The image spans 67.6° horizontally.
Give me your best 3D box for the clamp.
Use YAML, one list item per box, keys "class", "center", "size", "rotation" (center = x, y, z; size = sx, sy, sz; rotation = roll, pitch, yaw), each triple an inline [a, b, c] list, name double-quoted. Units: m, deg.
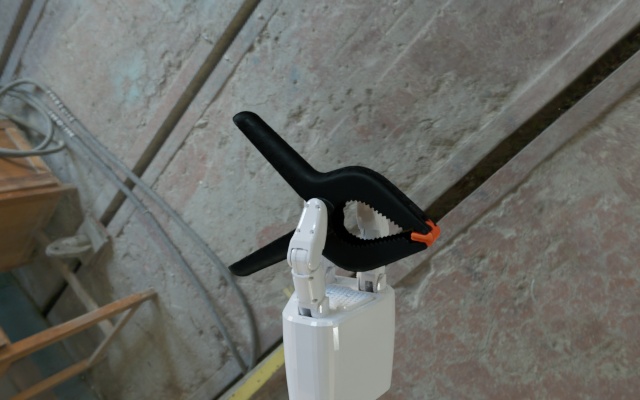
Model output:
- class: "clamp"
  center: [0.000, 0.002, 0.429]
  size: [0.210, 0.164, 0.036]
  rotation: [4, 14, 26]
